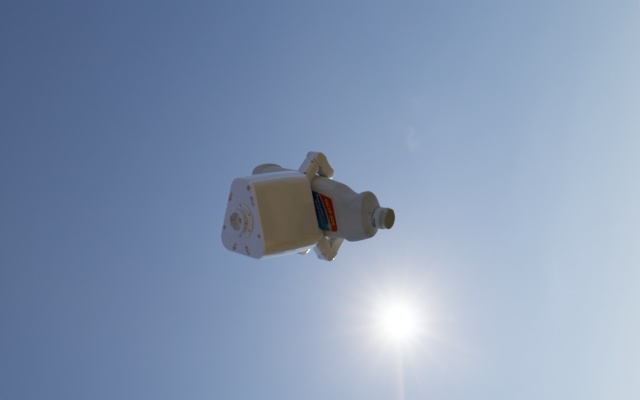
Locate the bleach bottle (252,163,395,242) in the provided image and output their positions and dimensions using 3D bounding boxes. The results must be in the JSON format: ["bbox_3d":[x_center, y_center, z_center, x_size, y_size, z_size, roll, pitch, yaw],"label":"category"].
[{"bbox_3d":[0.000,0.002,0.732,0.251,0.102,0.068,9,12,40],"label":"bleach bottle"}]
